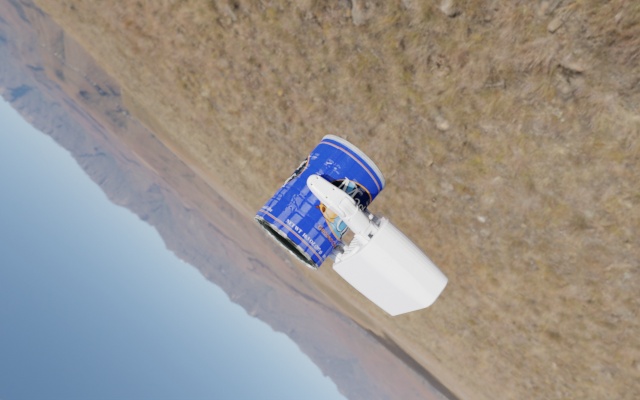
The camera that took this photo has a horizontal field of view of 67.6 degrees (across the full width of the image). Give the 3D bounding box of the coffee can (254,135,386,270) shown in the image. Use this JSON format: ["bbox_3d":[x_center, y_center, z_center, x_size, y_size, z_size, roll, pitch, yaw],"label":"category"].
[{"bbox_3d":[0.000,0.002,0.605,0.103,0.140,0.103,38,-13,10],"label":"coffee can"}]
